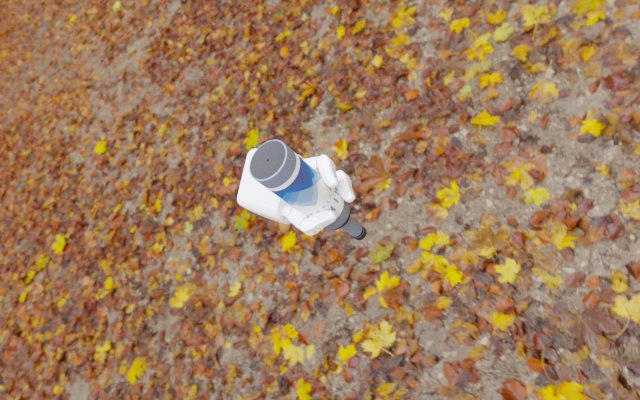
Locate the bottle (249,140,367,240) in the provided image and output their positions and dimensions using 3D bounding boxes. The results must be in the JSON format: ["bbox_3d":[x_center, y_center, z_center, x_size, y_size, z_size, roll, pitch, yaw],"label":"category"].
[{"bbox_3d":[0.000,0.002,0.784,0.069,0.069,0.296,0,-24,34],"label":"bottle"}]
